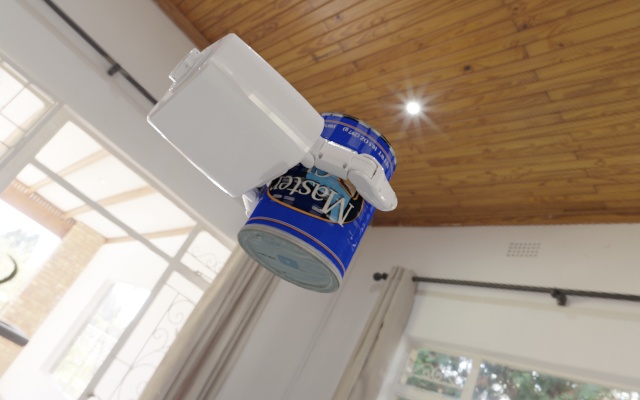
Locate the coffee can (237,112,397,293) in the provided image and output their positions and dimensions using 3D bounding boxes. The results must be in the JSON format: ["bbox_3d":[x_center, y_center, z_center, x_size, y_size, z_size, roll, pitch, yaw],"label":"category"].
[{"bbox_3d":[0.000,0.002,0.457,0.103,0.140,0.103,22,-27,12],"label":"coffee can"}]
